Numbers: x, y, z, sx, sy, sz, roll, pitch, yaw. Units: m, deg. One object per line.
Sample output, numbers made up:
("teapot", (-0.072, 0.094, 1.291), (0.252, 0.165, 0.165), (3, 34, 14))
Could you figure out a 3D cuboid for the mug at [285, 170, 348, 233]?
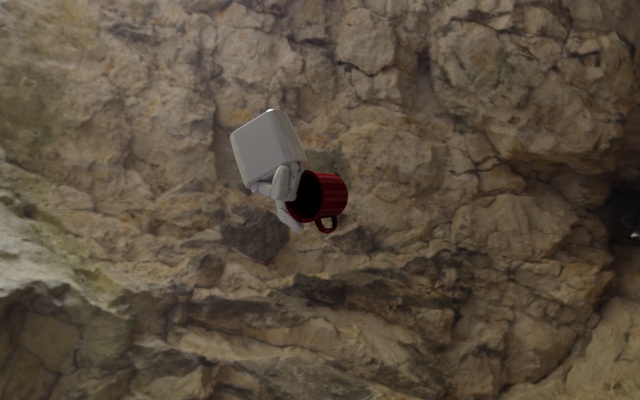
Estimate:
("mug", (0.001, 0.004, 0.857), (0.093, 0.117, 0.081), (-31, -18, 35))
